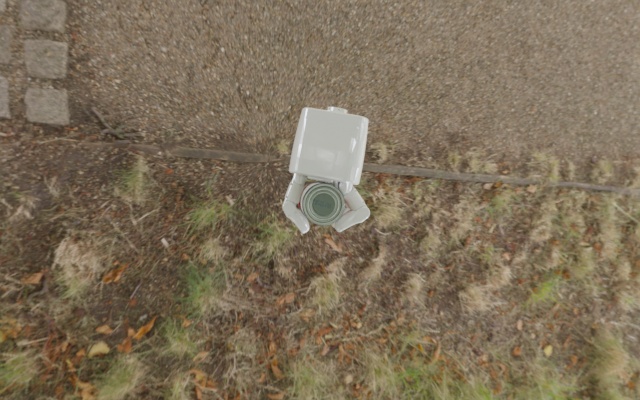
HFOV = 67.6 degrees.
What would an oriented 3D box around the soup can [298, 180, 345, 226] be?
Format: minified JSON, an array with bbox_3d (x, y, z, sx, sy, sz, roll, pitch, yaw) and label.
[{"bbox_3d":[0.000,0.003,0.773,0.068,0.068,0.102,0,4,-6],"label":"soup can"}]
